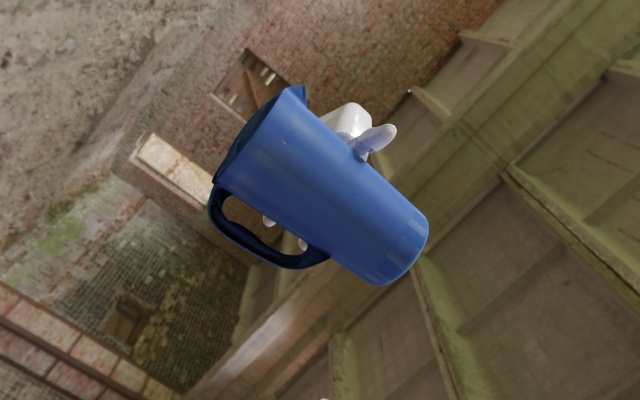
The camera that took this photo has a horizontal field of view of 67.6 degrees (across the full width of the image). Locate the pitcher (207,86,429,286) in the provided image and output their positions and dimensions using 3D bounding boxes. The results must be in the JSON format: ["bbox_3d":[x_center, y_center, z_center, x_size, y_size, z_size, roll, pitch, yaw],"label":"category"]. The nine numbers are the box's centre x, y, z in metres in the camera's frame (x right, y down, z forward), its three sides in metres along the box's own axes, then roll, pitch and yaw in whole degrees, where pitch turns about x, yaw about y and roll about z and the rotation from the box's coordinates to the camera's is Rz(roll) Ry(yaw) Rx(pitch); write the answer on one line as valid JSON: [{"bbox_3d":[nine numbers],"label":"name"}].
[{"bbox_3d":[0.000,0.002,0.556,0.149,0.243,0.145,-42,18,32],"label":"pitcher"}]
